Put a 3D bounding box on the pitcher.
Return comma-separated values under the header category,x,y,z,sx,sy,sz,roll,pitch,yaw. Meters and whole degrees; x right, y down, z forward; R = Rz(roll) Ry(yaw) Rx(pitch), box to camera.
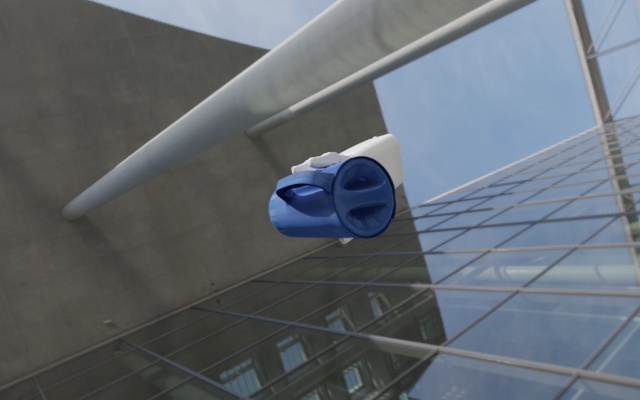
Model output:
category,x,y,z,sx,sy,sz,roll,pitch,yaw
pitcher,0.000,0.003,0.848,0.145,0.149,0.243,-33,12,-33
